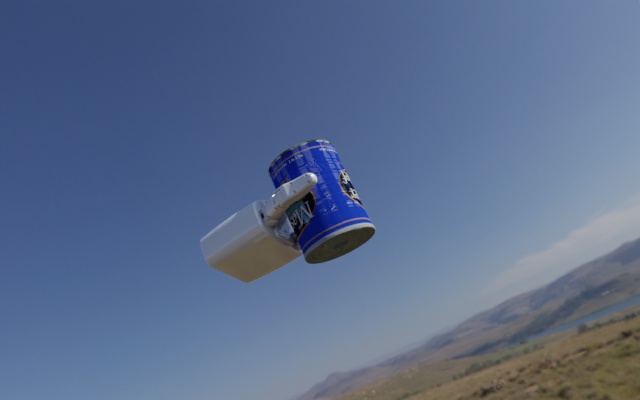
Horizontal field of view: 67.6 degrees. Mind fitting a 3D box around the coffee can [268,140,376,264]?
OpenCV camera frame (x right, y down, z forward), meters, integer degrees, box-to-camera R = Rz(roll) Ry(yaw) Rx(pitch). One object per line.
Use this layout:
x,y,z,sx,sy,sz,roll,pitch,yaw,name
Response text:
0.000,0.002,0.661,0.103,0.140,0.103,-21,-21,-9,coffee can
